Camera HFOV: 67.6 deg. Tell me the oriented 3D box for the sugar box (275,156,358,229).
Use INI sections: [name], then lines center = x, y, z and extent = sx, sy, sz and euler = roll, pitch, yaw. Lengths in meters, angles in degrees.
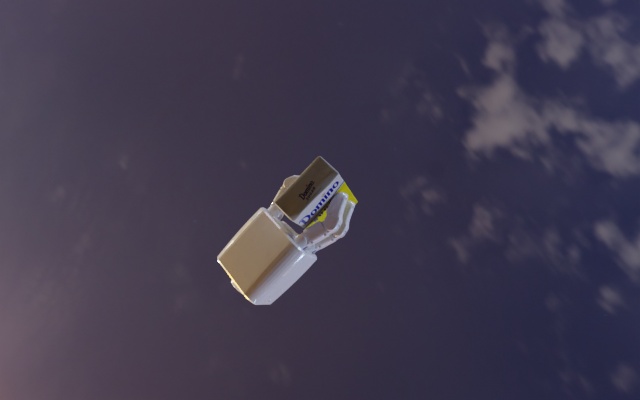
[sugar box]
center = 0.000, 0.003, 0.728
extent = 0.048, 0.093, 0.176
euler = 44, 1, 16
